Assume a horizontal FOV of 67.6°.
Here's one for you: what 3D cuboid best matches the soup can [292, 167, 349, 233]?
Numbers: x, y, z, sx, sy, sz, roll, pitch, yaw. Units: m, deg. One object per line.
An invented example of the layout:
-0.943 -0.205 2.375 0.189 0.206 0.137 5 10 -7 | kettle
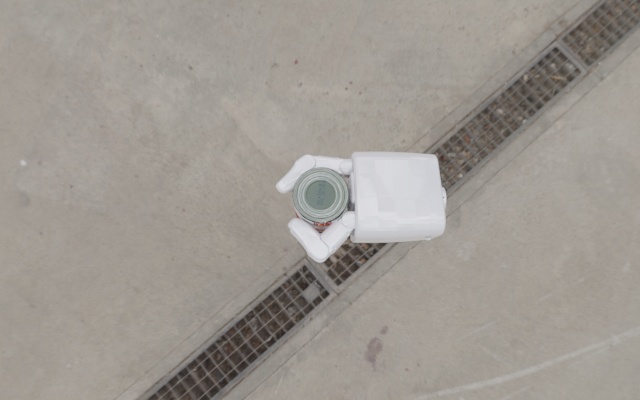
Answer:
0.000 0.002 0.597 0.068 0.068 0.102 0 -10 -1 | soup can
